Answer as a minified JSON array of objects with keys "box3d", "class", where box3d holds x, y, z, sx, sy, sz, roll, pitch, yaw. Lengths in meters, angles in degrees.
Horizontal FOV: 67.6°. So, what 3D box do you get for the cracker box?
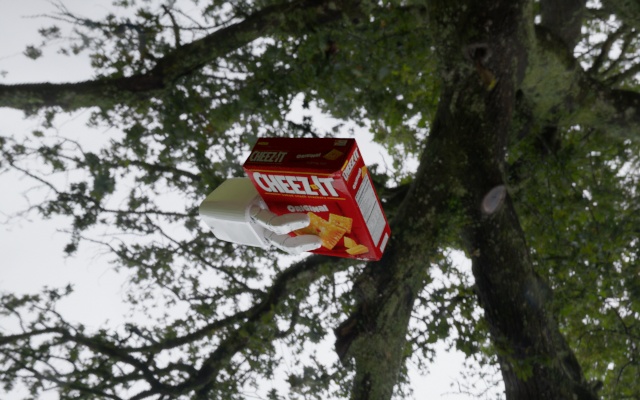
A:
[{"box3d":[0.000,0.002,0.738,0.164,0.072,0.214,4,-38,29],"class":"cracker box"}]
